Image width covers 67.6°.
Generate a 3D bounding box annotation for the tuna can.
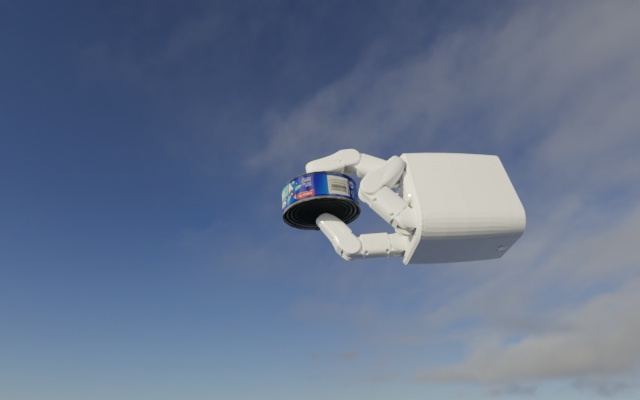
[{"bbox_3d":[0.000,0.001,0.529,0.086,0.033,0.086,-4,-26,-2],"label":"tuna can"}]
